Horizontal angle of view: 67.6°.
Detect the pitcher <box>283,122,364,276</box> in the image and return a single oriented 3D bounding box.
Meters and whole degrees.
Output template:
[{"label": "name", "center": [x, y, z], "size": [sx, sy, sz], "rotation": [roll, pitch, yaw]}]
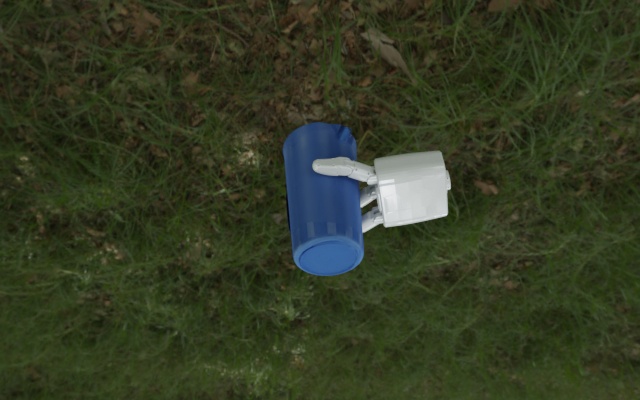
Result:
[{"label": "pitcher", "center": [0.000, 0.003, 0.797], "size": [0.145, 0.242, 0.149], "rotation": [-9, -40, 6]}]
